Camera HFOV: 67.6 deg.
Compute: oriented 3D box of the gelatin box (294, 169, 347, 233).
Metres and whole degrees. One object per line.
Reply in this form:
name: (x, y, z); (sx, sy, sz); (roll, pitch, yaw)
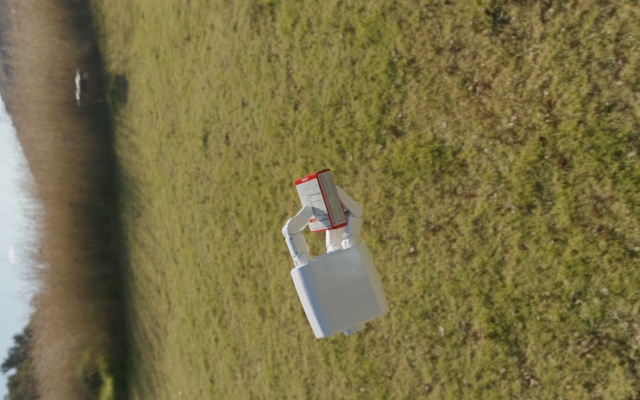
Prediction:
gelatin box: (0.000, 0.002, 0.727); (0.030, 0.089, 0.073); (-19, 2, -29)
